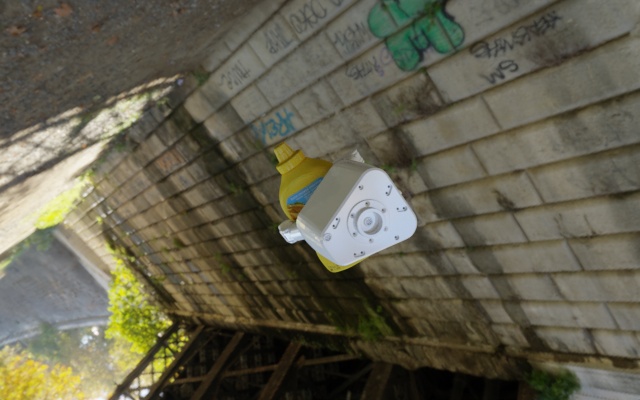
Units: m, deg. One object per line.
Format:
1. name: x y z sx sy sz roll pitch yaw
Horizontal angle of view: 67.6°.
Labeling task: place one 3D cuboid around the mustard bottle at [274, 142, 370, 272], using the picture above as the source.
1. mustard bottle: 0.000 0.002 0.653 0.096 0.192 0.058 -32 16 17
